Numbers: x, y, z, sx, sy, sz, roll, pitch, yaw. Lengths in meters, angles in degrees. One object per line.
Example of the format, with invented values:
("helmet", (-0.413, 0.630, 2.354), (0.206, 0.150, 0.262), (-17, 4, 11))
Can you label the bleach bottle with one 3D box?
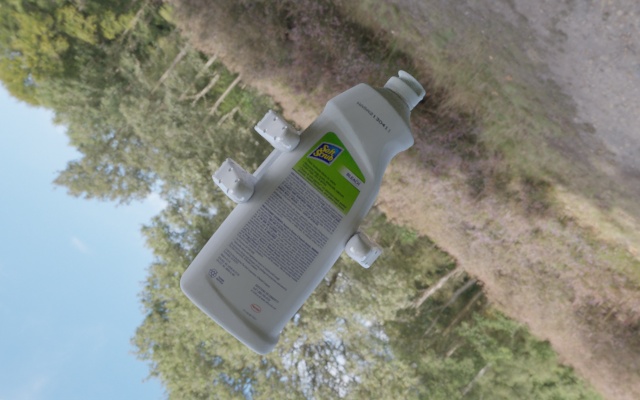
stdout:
("bleach bottle", (0.000, 0.001, 0.402), (0.102, 0.251, 0.068), (41, 2, -7))
